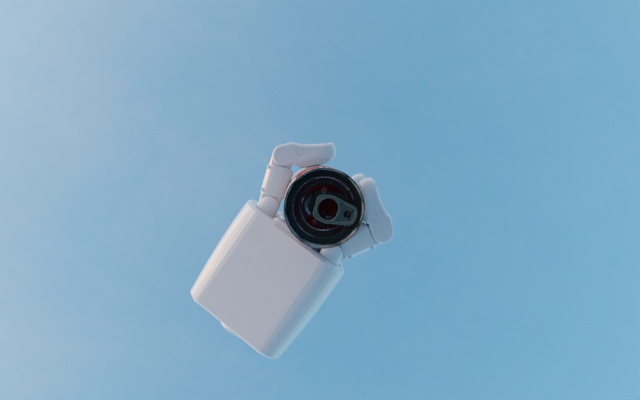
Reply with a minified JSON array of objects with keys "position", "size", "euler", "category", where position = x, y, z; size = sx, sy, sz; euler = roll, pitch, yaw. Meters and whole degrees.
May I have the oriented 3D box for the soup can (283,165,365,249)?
[{"position":[0.000,0.001,0.444],"size":[0.068,0.068,0.102],"euler":[0,6,-4],"category":"soup can"}]
